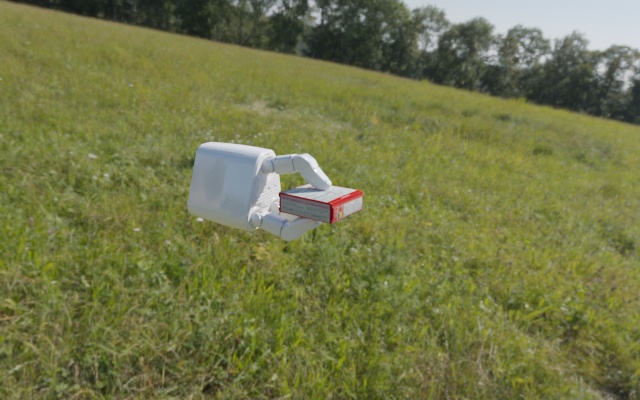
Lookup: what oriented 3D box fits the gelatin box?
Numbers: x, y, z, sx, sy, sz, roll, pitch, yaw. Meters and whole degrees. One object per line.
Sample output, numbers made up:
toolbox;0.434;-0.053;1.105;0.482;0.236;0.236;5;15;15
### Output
gelatin box;0.000;0.002;0.633;0.089;0.030;0.073;11;19;35
